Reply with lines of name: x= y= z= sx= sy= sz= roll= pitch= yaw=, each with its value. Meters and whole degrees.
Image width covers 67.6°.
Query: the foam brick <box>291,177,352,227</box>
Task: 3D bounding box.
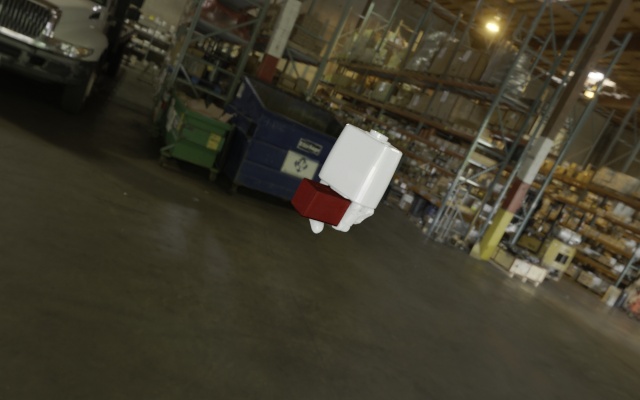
foam brick: x=0.000 y=0.003 z=0.802 sx=0.078 sy=0.051 sz=0.053 roll=17 pitch=20 yaw=-36
